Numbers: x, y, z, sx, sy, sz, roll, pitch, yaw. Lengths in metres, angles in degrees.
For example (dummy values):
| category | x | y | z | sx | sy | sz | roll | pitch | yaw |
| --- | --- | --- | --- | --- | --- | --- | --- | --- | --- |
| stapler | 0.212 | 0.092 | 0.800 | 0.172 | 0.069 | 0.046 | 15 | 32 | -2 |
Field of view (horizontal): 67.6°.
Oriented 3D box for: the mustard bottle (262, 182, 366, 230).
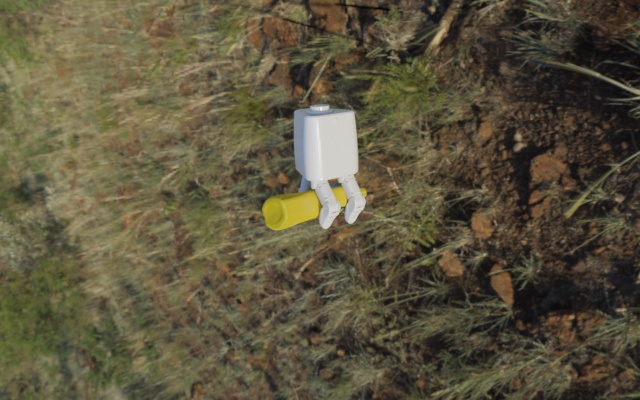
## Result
| category | x | y | z | sx | sy | sz | roll | pitch | yaw |
| --- | --- | --- | --- | --- | --- | --- | --- | --- | --- |
| mustard bottle | 0.000 | 0.003 | 0.844 | 0.191 | 0.058 | 0.096 | -14 | -4 | -30 |
